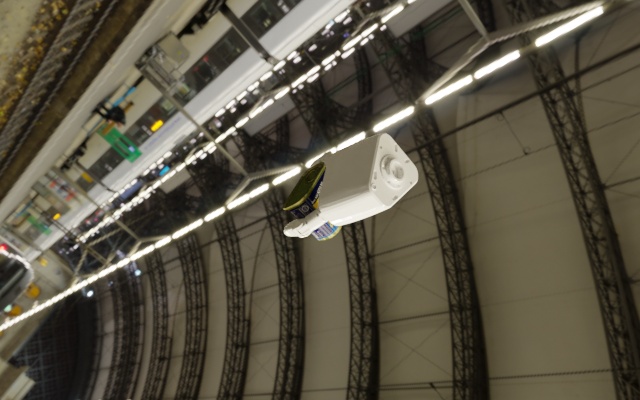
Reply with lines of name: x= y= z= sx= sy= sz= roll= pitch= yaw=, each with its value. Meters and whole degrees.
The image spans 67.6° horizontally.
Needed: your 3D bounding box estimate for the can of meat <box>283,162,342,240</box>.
can of meat: x=0.000 y=0.003 z=0.776 sx=0.084 sy=0.102 sz=0.057 roll=46 pitch=-41 yaw=-19
